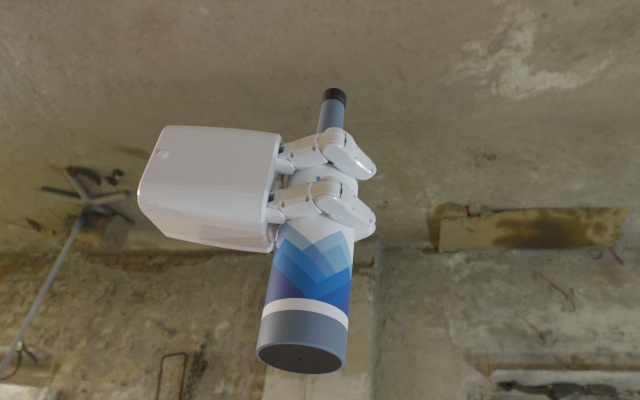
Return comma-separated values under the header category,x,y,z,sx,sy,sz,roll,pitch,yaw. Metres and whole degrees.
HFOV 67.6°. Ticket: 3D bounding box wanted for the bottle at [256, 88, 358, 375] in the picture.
category,x,y,z,sx,sy,sz,roll,pitch,yaw
bottle,0.000,0.002,0.440,0.069,0.295,0.069,5,-37,4
